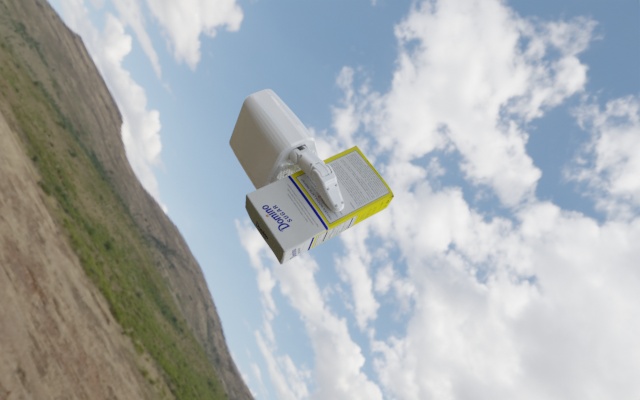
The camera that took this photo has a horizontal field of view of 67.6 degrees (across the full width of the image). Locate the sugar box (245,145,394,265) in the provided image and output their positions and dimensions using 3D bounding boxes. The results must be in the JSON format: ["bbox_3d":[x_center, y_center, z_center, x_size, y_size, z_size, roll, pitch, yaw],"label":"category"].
[{"bbox_3d":[0.000,0.002,0.623,0.176,0.093,0.048,-26,-23,-23],"label":"sugar box"}]
